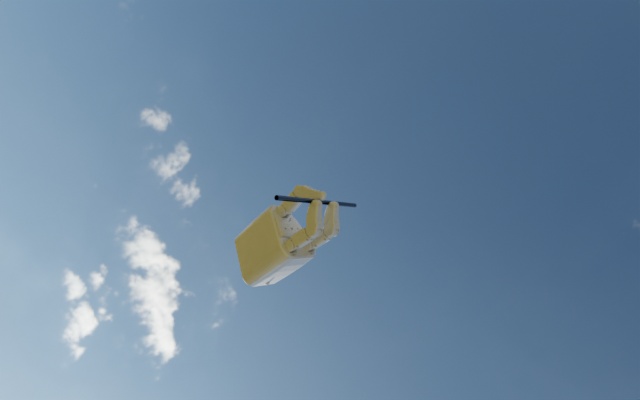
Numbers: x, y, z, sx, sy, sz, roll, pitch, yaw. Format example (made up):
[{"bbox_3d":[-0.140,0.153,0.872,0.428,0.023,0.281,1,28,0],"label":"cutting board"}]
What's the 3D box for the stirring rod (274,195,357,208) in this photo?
[{"bbox_3d":[0.000,0.003,0.798,0.011,0.011,0.239,0,-3,32],"label":"stirring rod"}]
